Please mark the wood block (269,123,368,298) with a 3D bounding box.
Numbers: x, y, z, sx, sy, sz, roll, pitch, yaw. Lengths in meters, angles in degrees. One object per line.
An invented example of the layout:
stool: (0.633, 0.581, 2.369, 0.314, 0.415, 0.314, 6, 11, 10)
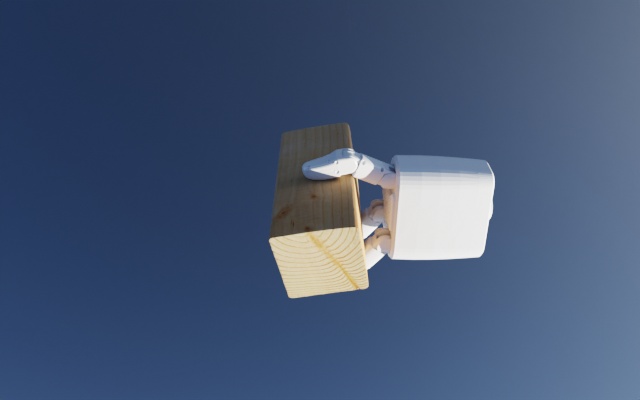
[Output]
wood block: (0.000, 0.002, 0.564, 0.090, 0.091, 0.206, -8, 37, 6)
